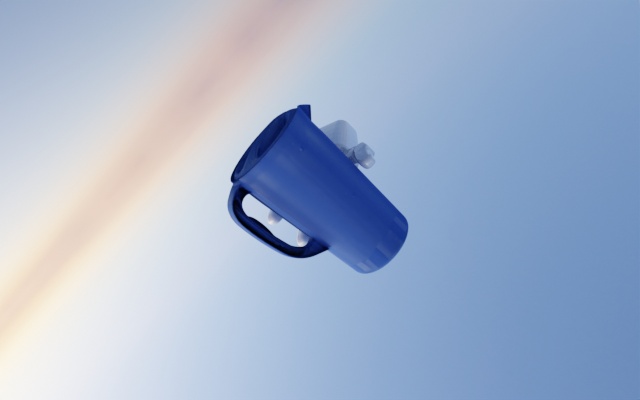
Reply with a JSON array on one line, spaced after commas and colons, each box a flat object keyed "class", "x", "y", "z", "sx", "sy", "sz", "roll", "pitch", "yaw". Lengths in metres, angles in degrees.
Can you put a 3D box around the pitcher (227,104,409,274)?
[{"class": "pitcher", "x": 0.000, "y": 0.002, "z": 0.660, "sx": 0.149, "sy": 0.243, "sz": 0.145, "roll": -40, "pitch": 21, "yaw": 25}]
